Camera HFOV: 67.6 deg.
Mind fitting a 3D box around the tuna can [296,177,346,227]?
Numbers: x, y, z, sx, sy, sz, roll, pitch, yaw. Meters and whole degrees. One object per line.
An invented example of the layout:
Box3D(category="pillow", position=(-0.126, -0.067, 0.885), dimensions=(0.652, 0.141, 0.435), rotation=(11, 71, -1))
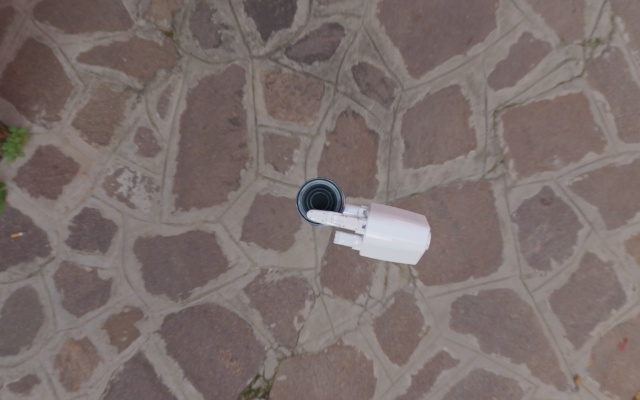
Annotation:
Box3D(category="tuna can", position=(0.000, 0.003, 0.836), dimensions=(0.086, 0.086, 0.034), rotation=(0, -4, 7))
